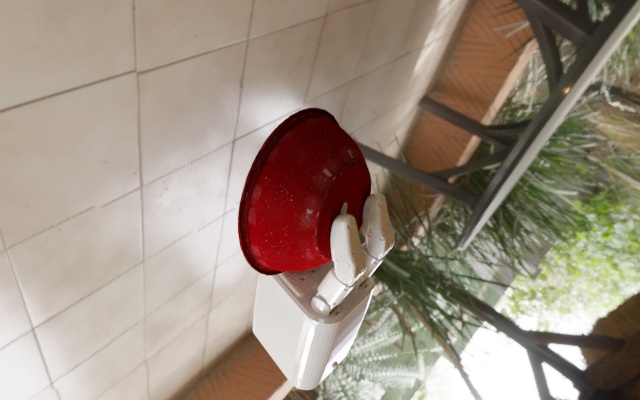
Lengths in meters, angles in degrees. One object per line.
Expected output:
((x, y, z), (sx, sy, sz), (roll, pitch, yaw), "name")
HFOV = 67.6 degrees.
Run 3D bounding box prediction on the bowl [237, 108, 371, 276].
((0.000, 0.000, 0.430), (0.055, 0.162, 0.162), (20, 10, 29), "bowl")
